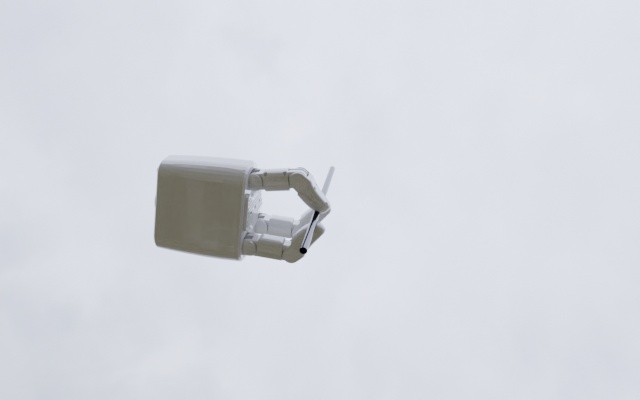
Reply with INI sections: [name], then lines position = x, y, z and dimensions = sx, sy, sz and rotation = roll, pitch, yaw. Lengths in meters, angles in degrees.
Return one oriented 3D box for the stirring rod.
[stirring rod]
position = 0.000, 0.002, 0.578
dimensions = 0.011, 0.011, 0.239
rotation = 0, 23, 9
